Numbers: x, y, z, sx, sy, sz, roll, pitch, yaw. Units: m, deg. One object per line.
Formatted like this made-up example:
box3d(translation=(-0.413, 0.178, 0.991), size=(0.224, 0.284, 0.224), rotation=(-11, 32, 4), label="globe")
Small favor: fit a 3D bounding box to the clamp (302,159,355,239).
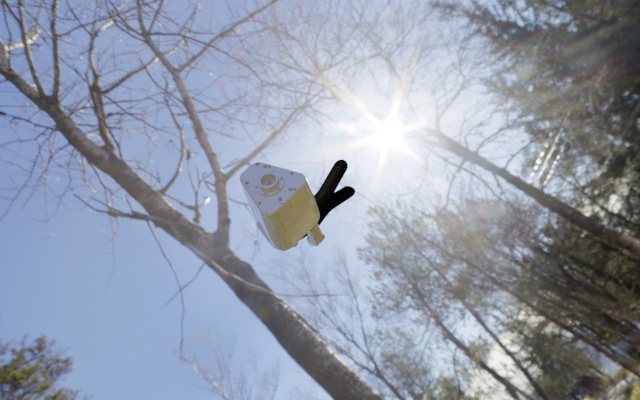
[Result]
box3d(translation=(0.000, 0.003, 0.868), size=(0.039, 0.171, 0.120), rotation=(33, -24, 30), label="clamp")
